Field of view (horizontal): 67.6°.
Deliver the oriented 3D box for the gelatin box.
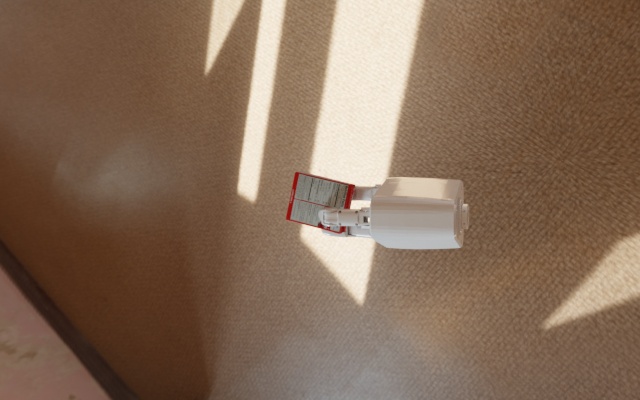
[{"bbox_3d":[0.000,0.002,0.694,0.089,0.073,0.030,14,8,15],"label":"gelatin box"}]
